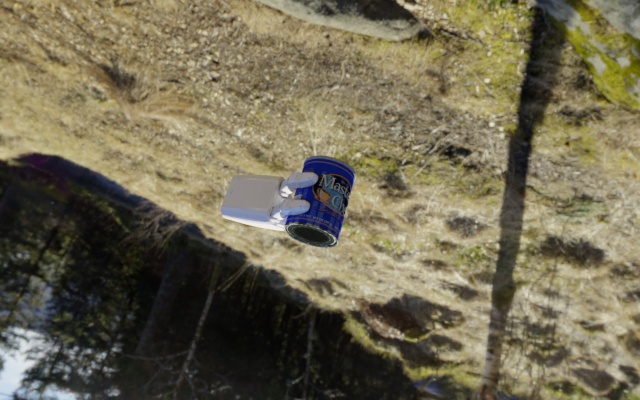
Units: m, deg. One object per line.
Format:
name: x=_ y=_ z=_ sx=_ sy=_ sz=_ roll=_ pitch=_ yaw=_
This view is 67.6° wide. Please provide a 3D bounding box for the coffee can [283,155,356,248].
coffee can: x=0.000 y=0.003 z=0.880 sx=0.103 sy=0.140 sz=0.103 roll=14 pitch=-24 yaw=6
